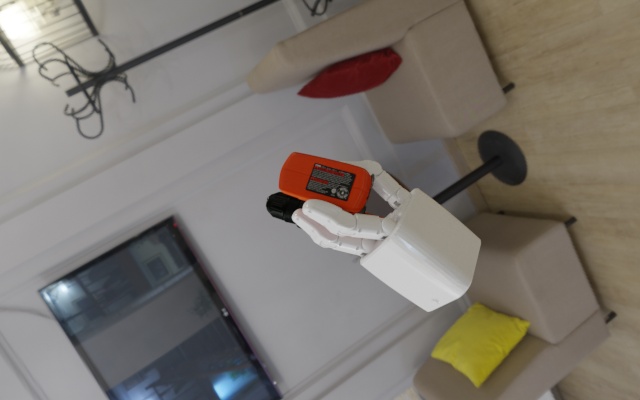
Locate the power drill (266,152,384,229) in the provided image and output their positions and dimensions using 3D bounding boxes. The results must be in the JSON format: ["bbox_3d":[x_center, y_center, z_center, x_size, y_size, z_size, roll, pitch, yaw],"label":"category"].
[{"bbox_3d":[0.000,0.002,0.628,0.184,0.057,0.188,13,-16,11],"label":"power drill"}]
